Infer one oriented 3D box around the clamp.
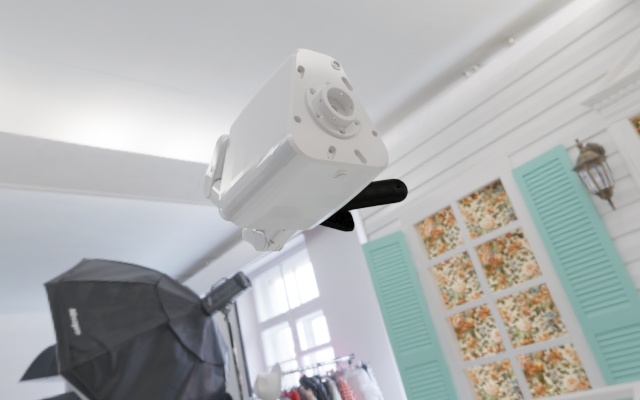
[{"bbox_3d":[0.000,0.001,0.482,0.171,0.039,0.120,4,-28,-37],"label":"clamp"}]
